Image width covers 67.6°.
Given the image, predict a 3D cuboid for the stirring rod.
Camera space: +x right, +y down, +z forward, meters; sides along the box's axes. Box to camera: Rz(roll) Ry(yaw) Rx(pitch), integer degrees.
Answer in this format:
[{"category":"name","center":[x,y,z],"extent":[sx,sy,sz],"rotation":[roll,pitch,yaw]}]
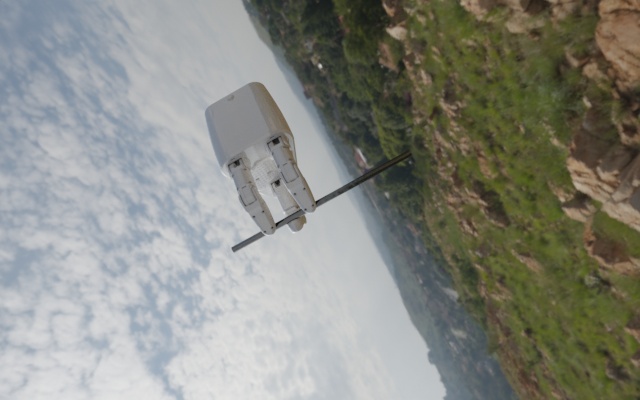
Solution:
[{"category":"stirring rod","center":[0.000,0.002,0.566],"extent":[0.239,0.011,0.011],"rotation":[-29,-2,4]}]
